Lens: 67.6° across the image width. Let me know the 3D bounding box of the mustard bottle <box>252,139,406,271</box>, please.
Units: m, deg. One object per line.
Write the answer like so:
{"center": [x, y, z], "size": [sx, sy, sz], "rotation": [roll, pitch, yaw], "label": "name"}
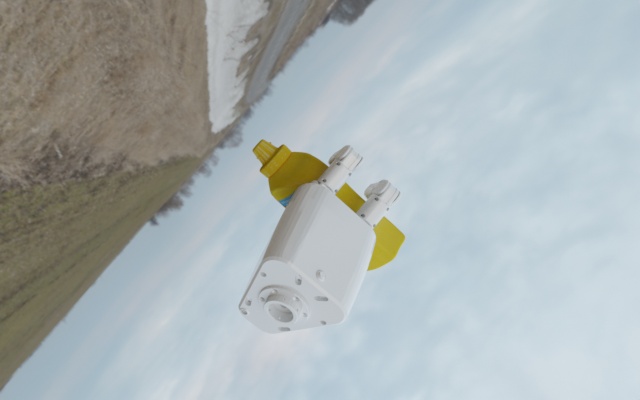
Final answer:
{"center": [0.000, 0.002, 0.541], "size": [0.192, 0.058, 0.096], "rotation": [41, -26, -13], "label": "mustard bottle"}
